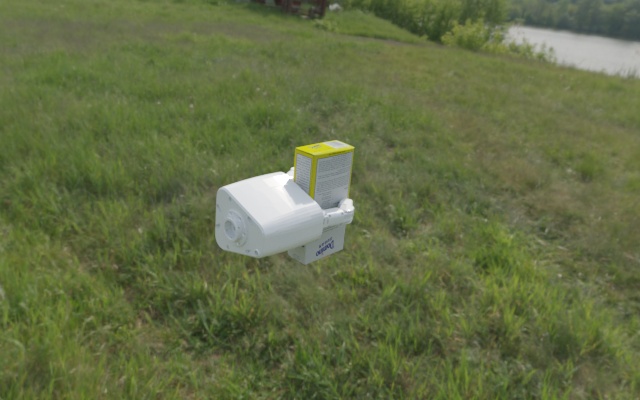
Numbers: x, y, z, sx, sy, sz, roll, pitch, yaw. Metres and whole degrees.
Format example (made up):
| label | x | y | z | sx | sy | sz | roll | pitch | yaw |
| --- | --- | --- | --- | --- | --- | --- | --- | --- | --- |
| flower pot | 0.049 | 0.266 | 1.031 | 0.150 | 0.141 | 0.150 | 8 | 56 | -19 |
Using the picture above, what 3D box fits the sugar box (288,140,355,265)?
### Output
| label | x | y | z | sx | sy | sz | roll | pitch | yaw |
| --- | --- | --- | --- | --- | --- | --- | --- | --- | --- |
| sugar box | 0.000 | 0.002 | 0.731 | 0.048 | 0.176 | 0.093 | 27 | 29 | 37 |
